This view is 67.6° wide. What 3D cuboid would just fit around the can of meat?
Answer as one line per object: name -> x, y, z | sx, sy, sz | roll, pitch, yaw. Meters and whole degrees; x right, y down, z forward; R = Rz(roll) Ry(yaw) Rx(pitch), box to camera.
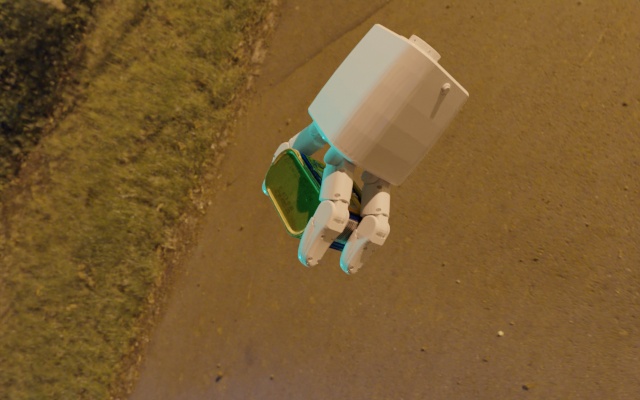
can of meat -> 0.000, 0.001, 0.476 | 0.084, 0.057, 0.102 | 22, 26, -45
